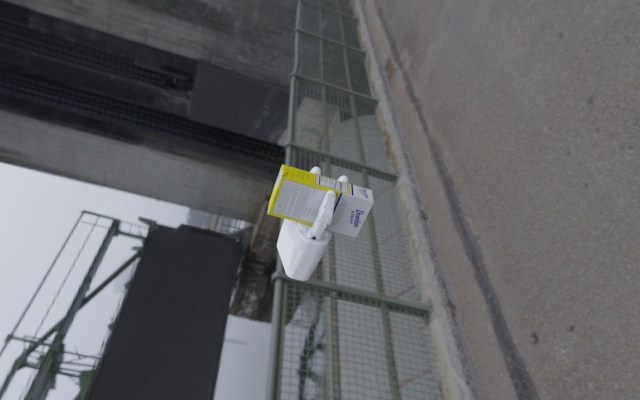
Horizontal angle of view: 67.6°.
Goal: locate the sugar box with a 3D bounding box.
[{"bbox_3d":[0.000,0.003,0.881,0.176,0.093,0.048,15,35,-13],"label":"sugar box"}]
